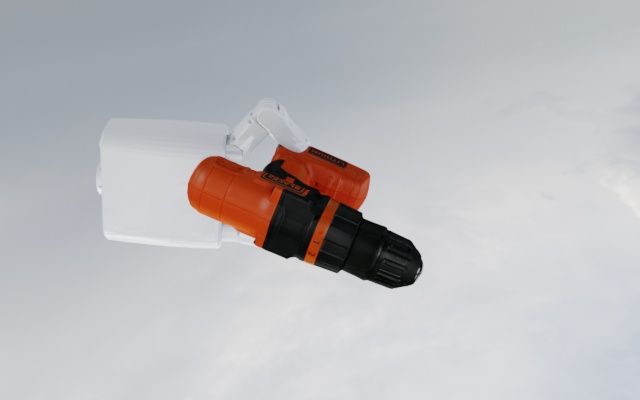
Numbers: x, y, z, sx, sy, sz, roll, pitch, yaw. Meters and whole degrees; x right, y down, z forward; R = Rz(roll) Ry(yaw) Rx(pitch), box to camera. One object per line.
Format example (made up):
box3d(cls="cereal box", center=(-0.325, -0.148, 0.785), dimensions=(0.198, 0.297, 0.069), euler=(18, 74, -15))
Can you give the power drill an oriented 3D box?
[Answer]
box3d(cls="power drill", center=(0.000, 0.001, 0.422), dimensions=(0.184, 0.057, 0.187), euler=(24, 15, 3))
